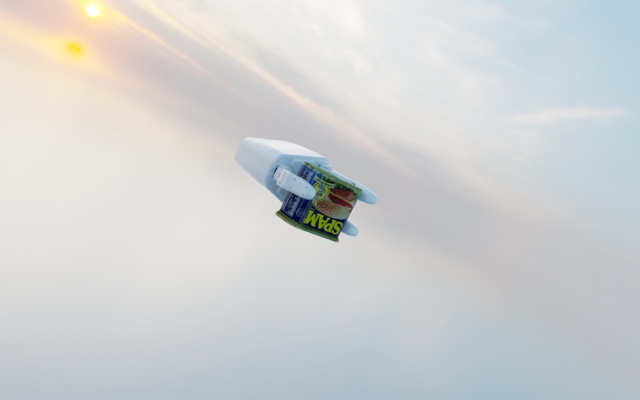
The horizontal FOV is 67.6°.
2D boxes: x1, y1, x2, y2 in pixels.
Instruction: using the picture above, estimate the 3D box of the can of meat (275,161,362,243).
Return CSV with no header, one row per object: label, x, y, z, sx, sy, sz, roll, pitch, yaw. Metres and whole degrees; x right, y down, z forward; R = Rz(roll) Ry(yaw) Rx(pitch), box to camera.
can of meat,0.000,0.002,0.669,0.102,0.084,0.057,23,6,-41
